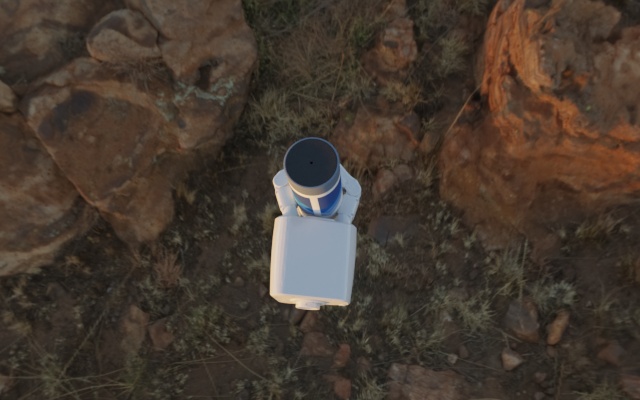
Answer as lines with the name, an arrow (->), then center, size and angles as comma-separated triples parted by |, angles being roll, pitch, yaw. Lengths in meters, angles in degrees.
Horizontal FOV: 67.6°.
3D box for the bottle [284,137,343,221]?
bottle -> 0.000, 0.002, 0.700 | 0.069, 0.069, 0.296 | 0, -19, 4
